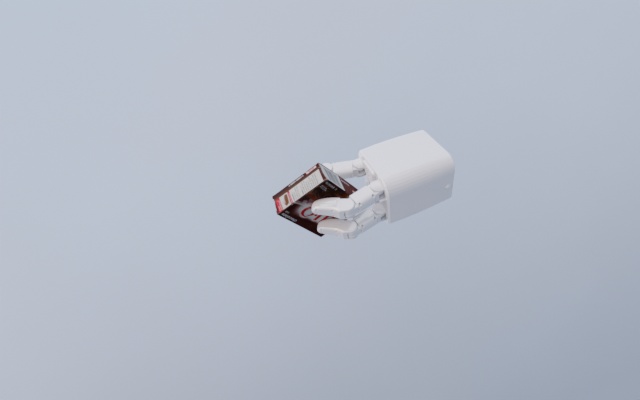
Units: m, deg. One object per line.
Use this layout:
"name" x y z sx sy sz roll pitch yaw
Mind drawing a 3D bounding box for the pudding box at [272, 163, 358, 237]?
"pudding box" 0.000 0.002 0.692 0.090 0.039 0.113 -36 -39 19
